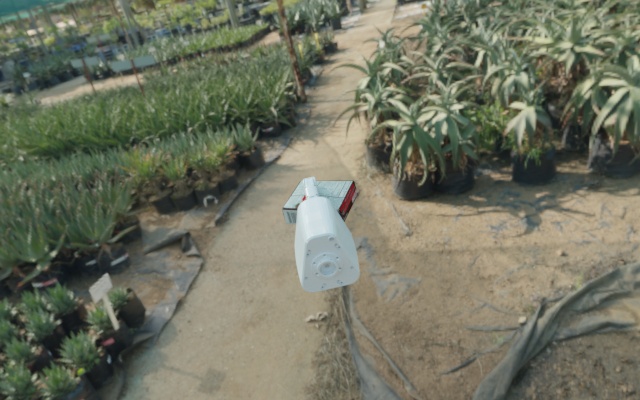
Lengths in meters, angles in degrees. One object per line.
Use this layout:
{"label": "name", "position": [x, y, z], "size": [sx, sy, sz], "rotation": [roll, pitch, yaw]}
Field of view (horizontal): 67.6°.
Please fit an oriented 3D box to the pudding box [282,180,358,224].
{"label": "pudding box", "position": [0.000, 0.003, 0.850], "size": [0.113, 0.039, 0.090], "rotation": [3, 37, 24]}
